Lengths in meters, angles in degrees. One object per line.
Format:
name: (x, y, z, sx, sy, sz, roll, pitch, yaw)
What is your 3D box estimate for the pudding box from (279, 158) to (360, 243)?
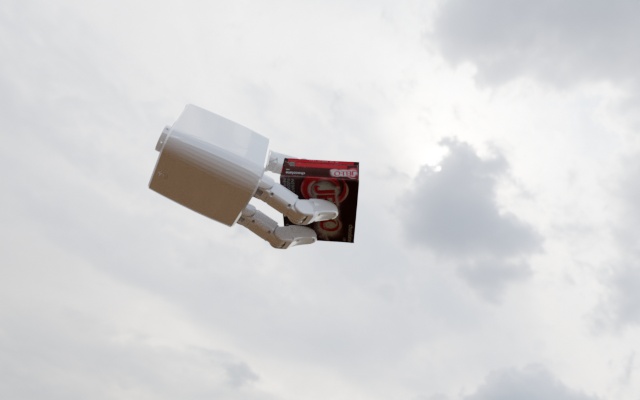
pudding box: (0.000, 0.002, 0.578, 0.090, 0.039, 0.114, 4, -42, 4)
